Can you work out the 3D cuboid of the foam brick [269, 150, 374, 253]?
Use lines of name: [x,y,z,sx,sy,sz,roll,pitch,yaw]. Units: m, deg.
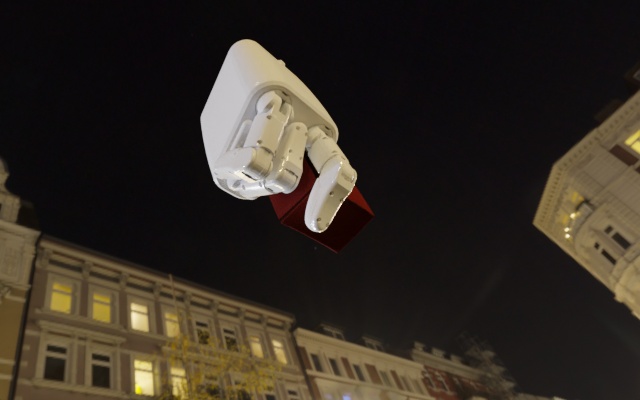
foam brick: [0.000,0.002,0.433,0.078,0.053,0.051,33,19,-40]
